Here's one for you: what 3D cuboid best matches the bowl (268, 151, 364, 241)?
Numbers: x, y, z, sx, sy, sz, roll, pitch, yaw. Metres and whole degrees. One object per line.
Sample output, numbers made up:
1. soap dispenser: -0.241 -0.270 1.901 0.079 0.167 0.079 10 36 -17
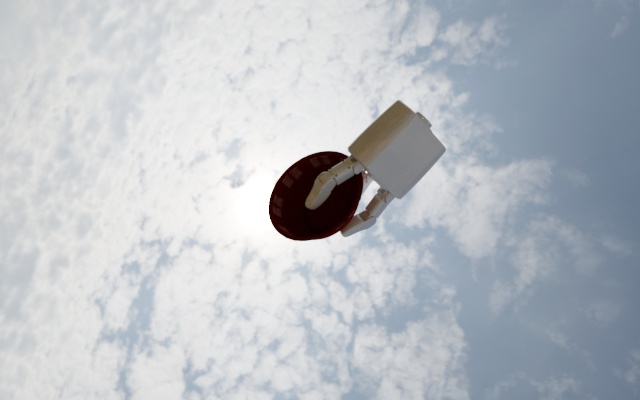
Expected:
1. bowl: -0.001 0.003 0.750 0.162 0.162 0.055 0 -31 29
